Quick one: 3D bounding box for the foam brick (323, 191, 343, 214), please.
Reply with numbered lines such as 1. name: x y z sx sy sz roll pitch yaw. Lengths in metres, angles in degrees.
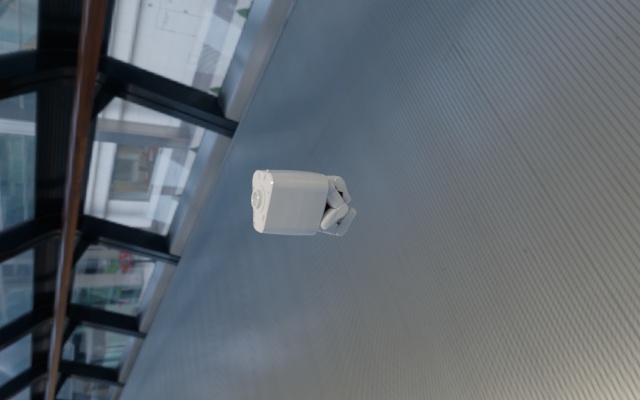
1. foam brick: 0.000 0.003 0.900 0.051 0.053 0.078 2 7 -28
